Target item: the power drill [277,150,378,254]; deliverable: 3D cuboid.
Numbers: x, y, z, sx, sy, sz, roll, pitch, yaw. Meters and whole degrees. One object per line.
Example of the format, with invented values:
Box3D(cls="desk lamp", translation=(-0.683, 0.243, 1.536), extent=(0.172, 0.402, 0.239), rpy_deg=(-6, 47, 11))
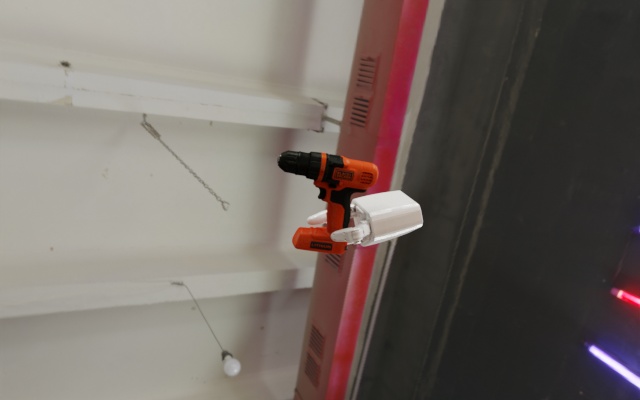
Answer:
Box3D(cls="power drill", translation=(0.000, 0.003, 0.884), extent=(0.184, 0.188, 0.057), rpy_deg=(9, 24, -9))
